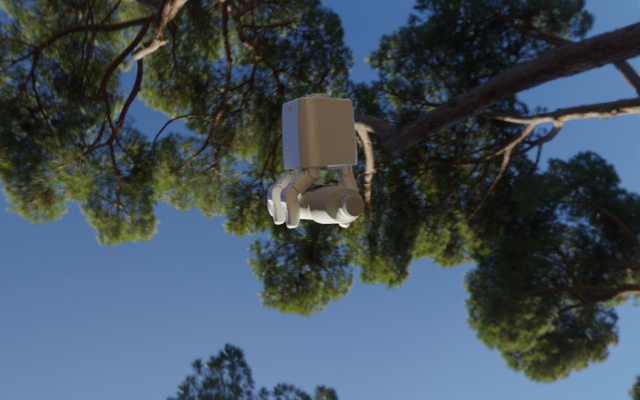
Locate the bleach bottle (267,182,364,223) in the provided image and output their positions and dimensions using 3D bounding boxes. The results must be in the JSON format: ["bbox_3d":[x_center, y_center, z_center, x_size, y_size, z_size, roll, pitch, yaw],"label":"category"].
[{"bbox_3d":[0.000,0.003,0.764,0.102,0.068,0.251,-6,5,-26],"label":"bleach bottle"}]
